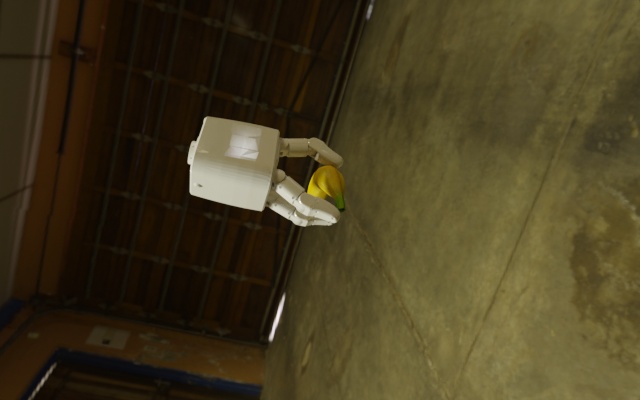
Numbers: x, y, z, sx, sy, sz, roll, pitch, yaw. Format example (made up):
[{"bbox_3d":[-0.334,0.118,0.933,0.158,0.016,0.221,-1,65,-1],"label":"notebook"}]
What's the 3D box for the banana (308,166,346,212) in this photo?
[{"bbox_3d":[0.004,-0.016,0.726,0.037,0.069,0.198,9,-4,-10],"label":"banana"}]
